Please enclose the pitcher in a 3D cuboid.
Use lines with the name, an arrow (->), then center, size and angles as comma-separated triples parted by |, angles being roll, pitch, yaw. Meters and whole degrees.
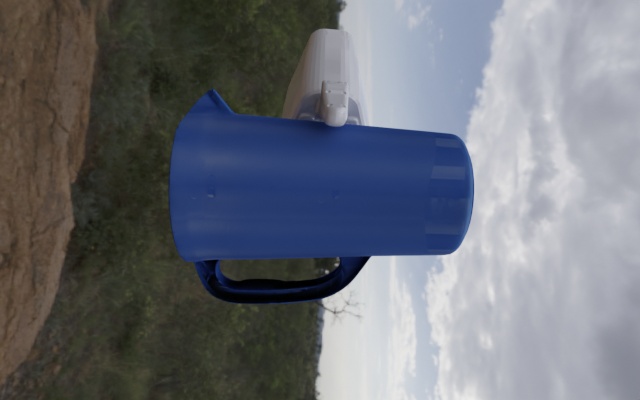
pitcher -> 0.000, 0.001, 0.423 | 0.243, 0.145, 0.149 | 2, -35, -1
